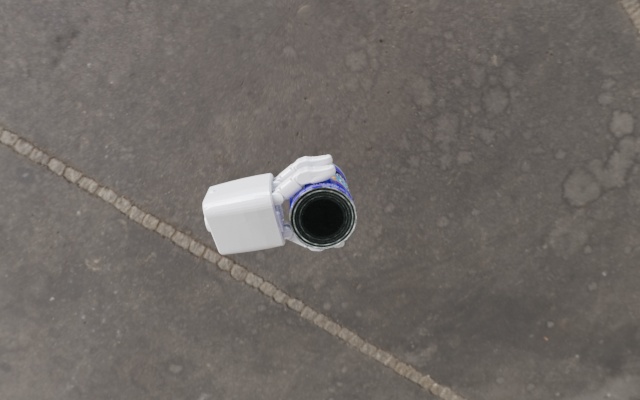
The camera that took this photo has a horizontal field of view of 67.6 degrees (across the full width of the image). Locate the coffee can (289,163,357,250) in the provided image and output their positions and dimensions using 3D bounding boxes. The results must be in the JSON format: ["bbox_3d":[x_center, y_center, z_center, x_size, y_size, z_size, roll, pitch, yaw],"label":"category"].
[{"bbox_3d":[0.000,0.003,0.776,0.103,0.103,0.140,0,21,-4],"label":"coffee can"}]
